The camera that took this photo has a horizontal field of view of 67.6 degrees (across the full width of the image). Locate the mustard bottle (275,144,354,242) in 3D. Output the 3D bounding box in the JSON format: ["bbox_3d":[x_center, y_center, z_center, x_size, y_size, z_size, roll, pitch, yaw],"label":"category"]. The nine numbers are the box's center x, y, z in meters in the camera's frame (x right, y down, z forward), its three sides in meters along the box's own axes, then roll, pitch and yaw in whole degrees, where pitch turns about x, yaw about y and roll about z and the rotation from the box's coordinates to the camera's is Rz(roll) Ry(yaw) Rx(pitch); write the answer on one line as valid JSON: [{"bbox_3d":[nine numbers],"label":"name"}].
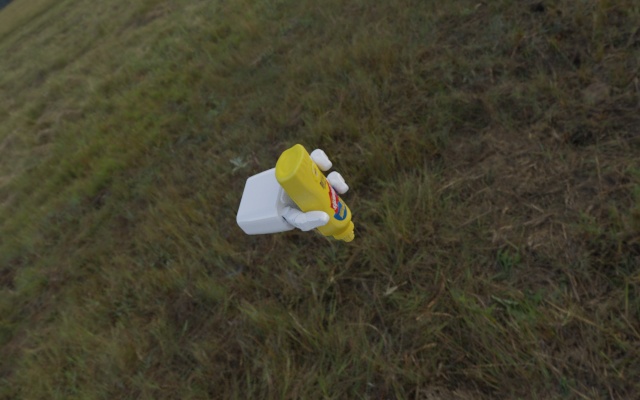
[{"bbox_3d":[0.000,0.002,0.801,0.058,0.192,0.096,-28,31,18],"label":"mustard bottle"}]
